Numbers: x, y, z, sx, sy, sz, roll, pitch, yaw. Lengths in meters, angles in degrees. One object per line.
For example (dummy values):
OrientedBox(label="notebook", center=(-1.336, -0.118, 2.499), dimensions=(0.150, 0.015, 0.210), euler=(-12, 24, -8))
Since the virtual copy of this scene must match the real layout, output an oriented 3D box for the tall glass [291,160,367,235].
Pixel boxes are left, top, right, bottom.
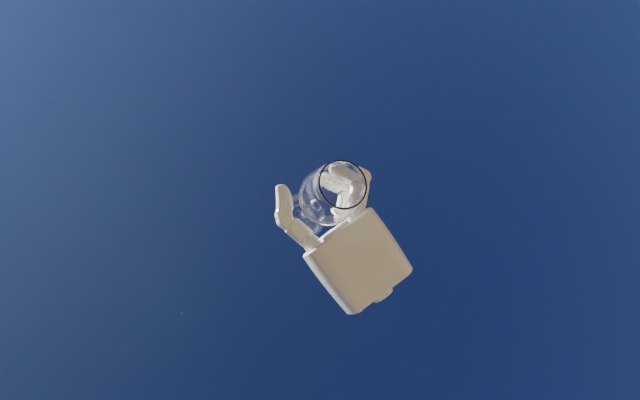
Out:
OrientedBox(label="tall glass", center=(0.000, 0.002, 0.664), dimensions=(0.079, 0.079, 0.201), euler=(0, -13, -16))
